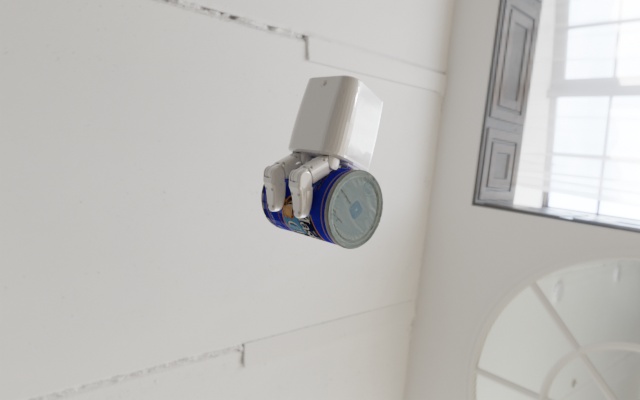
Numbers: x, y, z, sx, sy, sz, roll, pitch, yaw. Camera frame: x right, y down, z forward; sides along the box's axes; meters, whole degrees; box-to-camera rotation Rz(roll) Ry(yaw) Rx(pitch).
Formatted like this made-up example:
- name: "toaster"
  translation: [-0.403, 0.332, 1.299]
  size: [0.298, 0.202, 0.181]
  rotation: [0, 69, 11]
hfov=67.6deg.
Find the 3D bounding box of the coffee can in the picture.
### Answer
- name: "coffee can"
  translation: [0.000, 0.002, 0.659]
  size: [0.103, 0.103, 0.140]
  rotation: [0, 8, -43]
